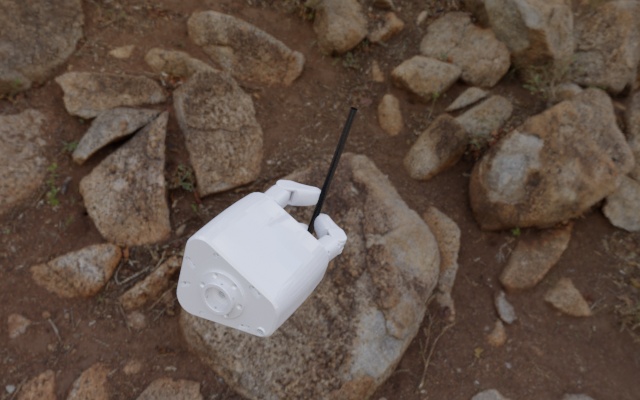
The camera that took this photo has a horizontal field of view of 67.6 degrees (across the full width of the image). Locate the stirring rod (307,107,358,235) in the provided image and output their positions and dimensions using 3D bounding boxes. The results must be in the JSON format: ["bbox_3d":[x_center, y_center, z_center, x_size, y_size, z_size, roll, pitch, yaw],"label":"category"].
[{"bbox_3d":[0.000,0.002,0.563,0.011,0.240,0.011,15,29,-9],"label":"stirring rod"}]
